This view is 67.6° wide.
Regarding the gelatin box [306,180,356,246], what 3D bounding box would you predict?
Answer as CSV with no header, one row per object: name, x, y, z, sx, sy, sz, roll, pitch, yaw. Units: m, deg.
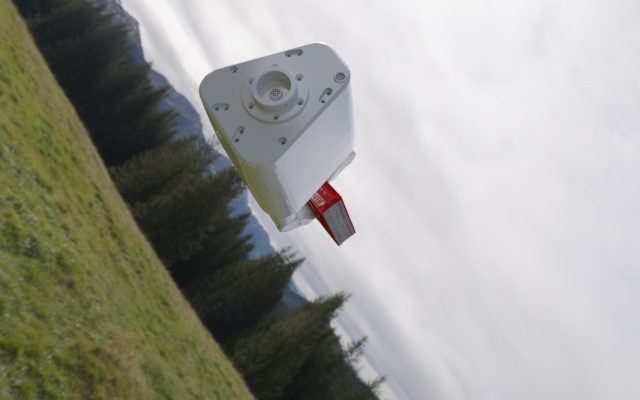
gelatin box,0.001,0.002,0.527,0.030,0.073,0.089,-37,-31,-6
